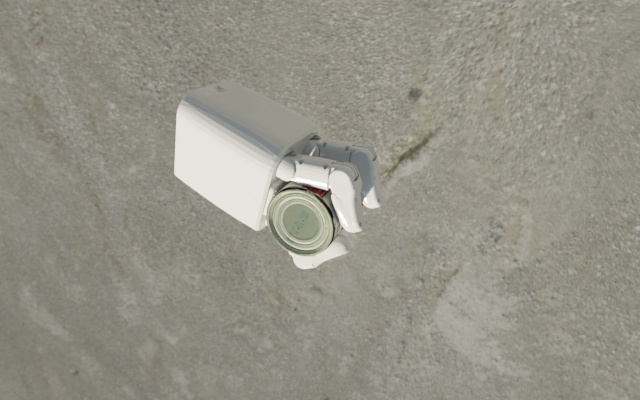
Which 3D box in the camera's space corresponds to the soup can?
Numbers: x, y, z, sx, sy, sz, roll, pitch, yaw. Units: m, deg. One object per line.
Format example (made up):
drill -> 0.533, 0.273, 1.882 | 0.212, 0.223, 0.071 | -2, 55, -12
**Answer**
soup can -> 0.000, 0.002, 0.459 | 0.068, 0.068, 0.102 | 0, 22, 24
